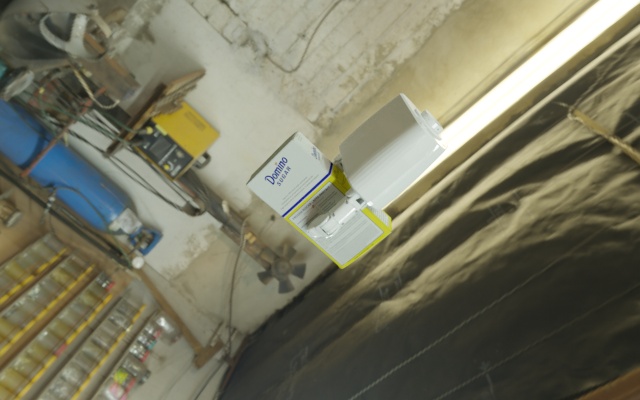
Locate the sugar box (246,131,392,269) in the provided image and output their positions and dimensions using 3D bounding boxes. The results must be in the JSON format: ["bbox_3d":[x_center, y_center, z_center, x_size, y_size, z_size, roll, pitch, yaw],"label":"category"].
[{"bbox_3d":[0.000,0.002,0.626,0.093,0.176,0.048,-41,13,22],"label":"sugar box"}]
